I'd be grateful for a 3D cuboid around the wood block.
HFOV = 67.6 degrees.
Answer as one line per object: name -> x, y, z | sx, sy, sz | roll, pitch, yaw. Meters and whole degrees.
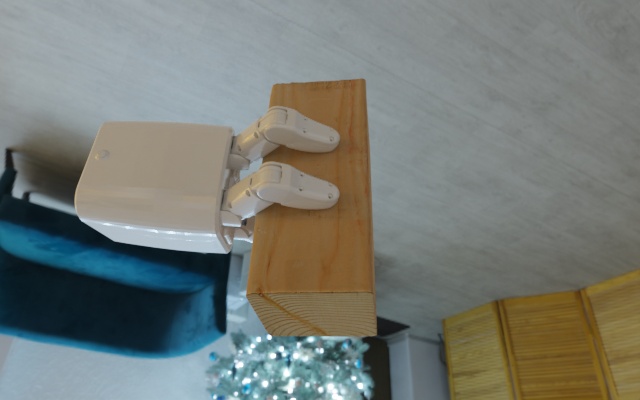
wood block -> 0.000, 0.002, 0.410 | 0.090, 0.206, 0.091 | -2, -34, 6
